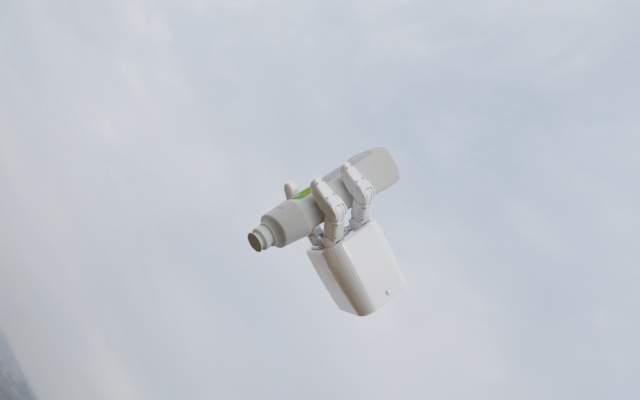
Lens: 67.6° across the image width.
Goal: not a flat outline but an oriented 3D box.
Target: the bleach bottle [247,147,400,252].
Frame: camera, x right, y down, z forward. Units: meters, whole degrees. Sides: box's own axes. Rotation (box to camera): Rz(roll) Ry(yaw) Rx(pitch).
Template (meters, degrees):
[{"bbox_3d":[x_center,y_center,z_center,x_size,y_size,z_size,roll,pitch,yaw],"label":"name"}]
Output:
[{"bbox_3d":[0.000,0.002,0.679,0.250,0.068,0.102,-31,6,-35],"label":"bleach bottle"}]
